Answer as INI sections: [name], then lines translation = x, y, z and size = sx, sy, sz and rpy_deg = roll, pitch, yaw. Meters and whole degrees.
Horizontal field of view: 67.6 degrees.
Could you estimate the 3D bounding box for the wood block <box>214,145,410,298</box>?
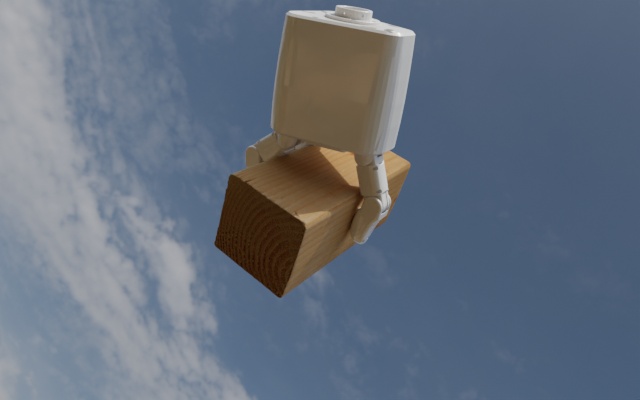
[wood block]
translation = 0.001, 0.001, 0.504
size = 0.091, 0.090, 0.206
rpy_deg = 34, 35, 22
